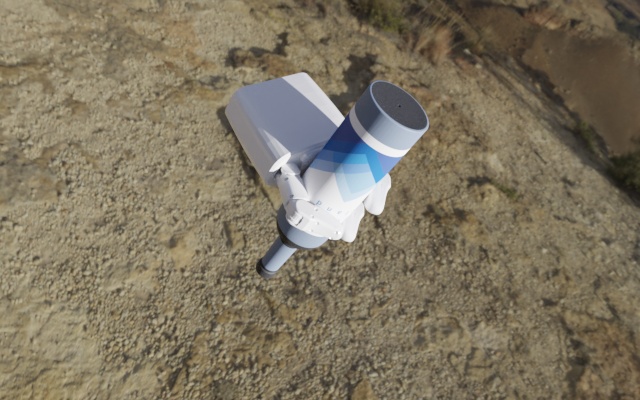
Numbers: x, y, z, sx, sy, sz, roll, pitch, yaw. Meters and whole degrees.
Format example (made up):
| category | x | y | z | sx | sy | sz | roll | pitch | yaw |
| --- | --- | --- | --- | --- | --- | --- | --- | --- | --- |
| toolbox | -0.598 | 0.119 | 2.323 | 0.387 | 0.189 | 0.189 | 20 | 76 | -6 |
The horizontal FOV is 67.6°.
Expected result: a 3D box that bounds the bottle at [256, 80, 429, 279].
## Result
| category | x | y | z | sx | sy | sz | roll | pitch | yaw |
| --- | --- | --- | --- | --- | --- | --- | --- | --- | --- |
| bottle | 0.000 | 0.002 | 0.526 | 0.069 | 0.069 | 0.296 | 0 | -37 | -38 |
